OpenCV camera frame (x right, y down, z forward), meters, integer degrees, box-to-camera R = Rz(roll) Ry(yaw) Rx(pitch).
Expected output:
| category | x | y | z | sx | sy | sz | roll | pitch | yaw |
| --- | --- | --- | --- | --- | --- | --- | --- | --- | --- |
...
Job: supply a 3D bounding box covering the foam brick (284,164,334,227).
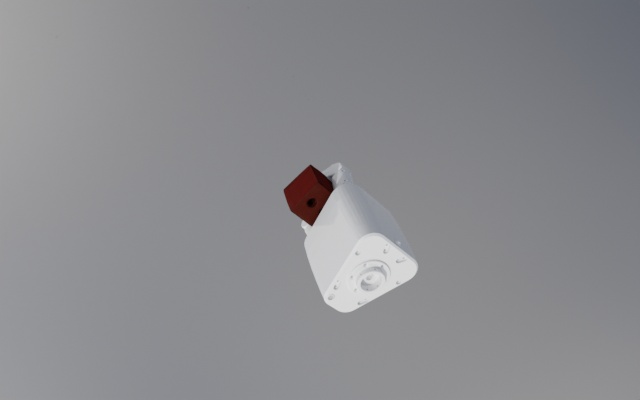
| category | x | y | z | sx | sy | sz | roll | pitch | yaw |
| --- | --- | --- | --- | --- | --- | --- | --- | --- | --- |
| foam brick | 0.000 | 0.002 | 0.620 | 0.078 | 0.053 | 0.051 | 37 | 17 | -30 |
